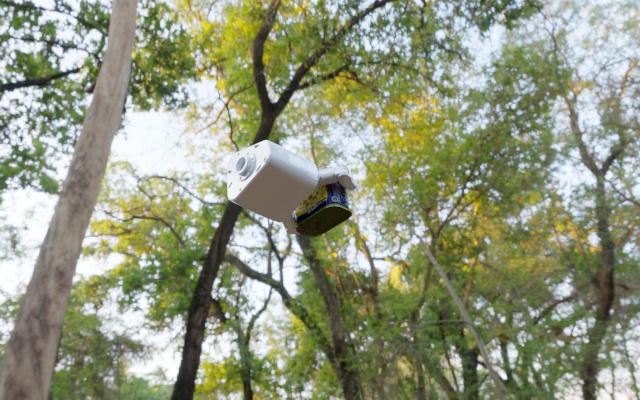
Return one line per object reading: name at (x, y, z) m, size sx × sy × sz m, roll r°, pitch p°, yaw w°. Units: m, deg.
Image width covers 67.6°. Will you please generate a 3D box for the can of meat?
can of meat at (0.000, 0.002, 0.830) m, size 0.057 × 0.084 × 0.102 m, roll 24°, pitch -45°, yaw -40°
